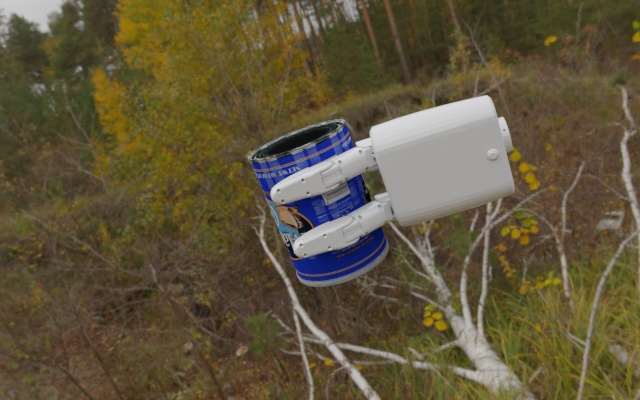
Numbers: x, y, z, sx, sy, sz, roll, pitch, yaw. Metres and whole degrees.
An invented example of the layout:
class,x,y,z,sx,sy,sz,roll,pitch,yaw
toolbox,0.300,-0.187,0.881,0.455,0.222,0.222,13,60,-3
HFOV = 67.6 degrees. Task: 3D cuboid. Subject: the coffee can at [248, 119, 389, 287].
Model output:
class,x,y,z,sx,sy,sz,roll,pitch,yaw
coffee can,0.000,0.002,0.489,0.103,0.140,0.102,-19,17,6
